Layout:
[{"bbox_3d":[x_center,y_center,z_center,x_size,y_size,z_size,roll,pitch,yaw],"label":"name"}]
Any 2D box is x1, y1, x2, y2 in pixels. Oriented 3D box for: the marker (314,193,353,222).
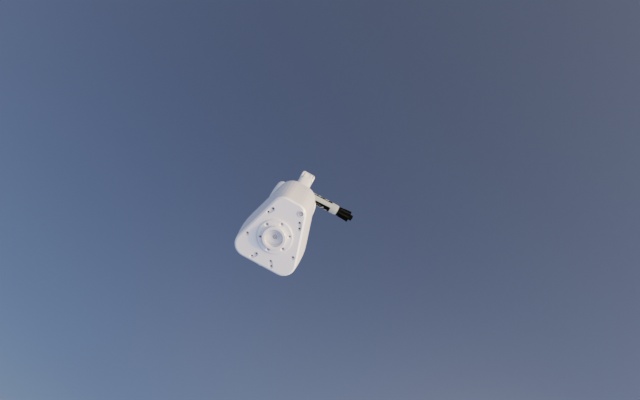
[{"bbox_3d":[0.000,0.003,0.812,0.121,0.020,0.020,28,-2,-3],"label":"marker"}]
